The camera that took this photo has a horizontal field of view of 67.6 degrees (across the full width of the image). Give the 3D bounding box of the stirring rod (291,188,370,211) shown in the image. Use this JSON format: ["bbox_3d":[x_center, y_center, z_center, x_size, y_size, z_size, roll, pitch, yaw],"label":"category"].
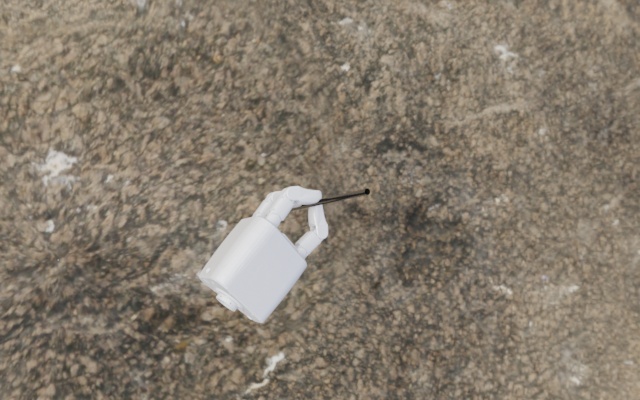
[{"bbox_3d":[0.000,0.002,0.691,0.011,0.011,0.239,0,-6,-29],"label":"stirring rod"}]
